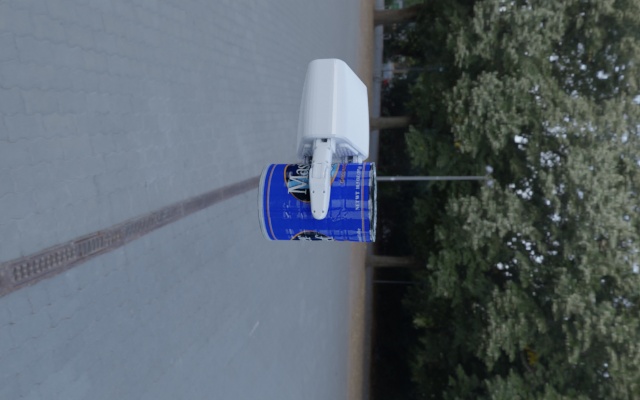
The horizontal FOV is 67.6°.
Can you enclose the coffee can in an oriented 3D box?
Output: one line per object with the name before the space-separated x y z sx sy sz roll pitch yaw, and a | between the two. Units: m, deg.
coffee can | 0.000 0.002 0.622 0.140 0.103 0.103 0 0 10
